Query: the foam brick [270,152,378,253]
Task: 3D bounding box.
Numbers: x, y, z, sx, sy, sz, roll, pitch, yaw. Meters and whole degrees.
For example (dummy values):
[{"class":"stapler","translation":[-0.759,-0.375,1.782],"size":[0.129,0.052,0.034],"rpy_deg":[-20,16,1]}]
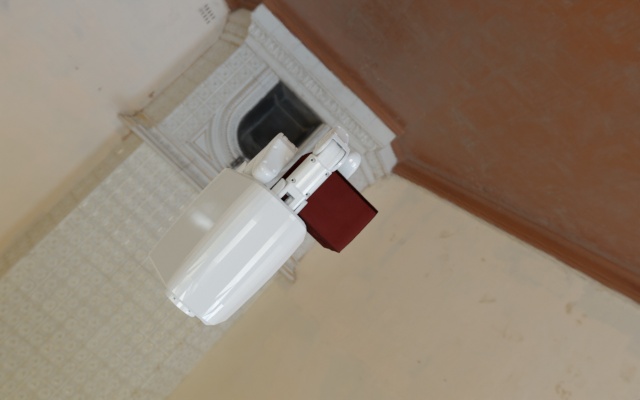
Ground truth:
[{"class":"foam brick","translation":[0.000,0.002,0.424],"size":[0.078,0.051,0.053],"rpy_deg":[44,-12,-12]}]
